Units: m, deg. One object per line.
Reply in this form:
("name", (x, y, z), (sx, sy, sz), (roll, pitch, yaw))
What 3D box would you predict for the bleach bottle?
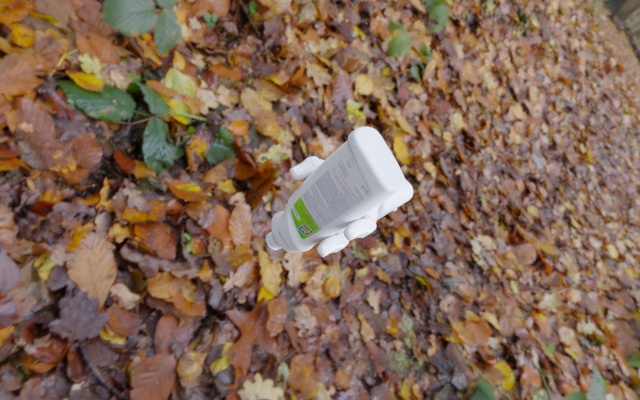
("bleach bottle", (0.000, 0.002, 0.702), (0.251, 0.102, 0.068), (-35, -11, 37))
